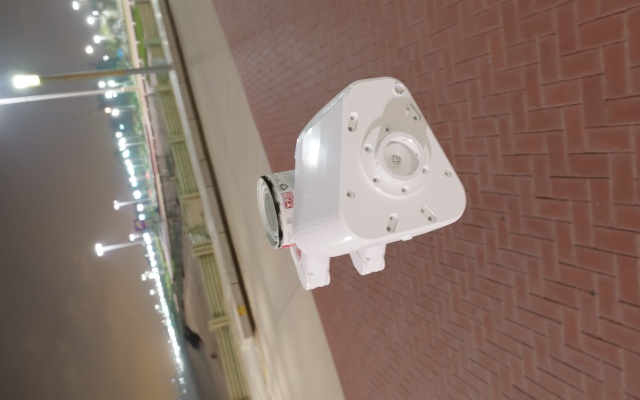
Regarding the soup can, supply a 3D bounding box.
[{"bbox_3d":[0.000,0.001,0.434,0.102,0.068,0.068,-12,4,-19],"label":"soup can"}]
